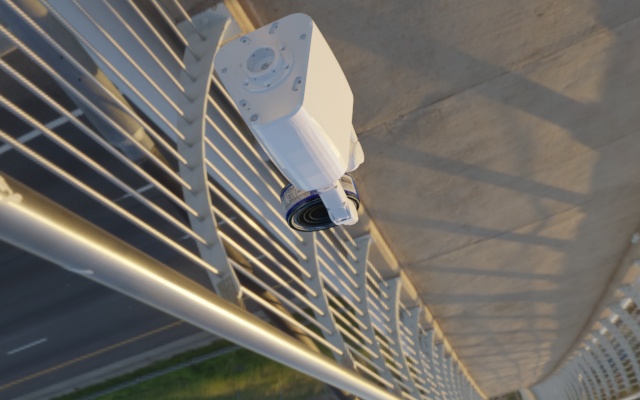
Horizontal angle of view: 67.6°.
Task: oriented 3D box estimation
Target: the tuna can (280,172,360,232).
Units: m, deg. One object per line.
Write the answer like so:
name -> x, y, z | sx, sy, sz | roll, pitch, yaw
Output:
tuna can -> 0.000, 0.002, 0.530 | 0.086, 0.033, 0.086 | -13, -27, -7
